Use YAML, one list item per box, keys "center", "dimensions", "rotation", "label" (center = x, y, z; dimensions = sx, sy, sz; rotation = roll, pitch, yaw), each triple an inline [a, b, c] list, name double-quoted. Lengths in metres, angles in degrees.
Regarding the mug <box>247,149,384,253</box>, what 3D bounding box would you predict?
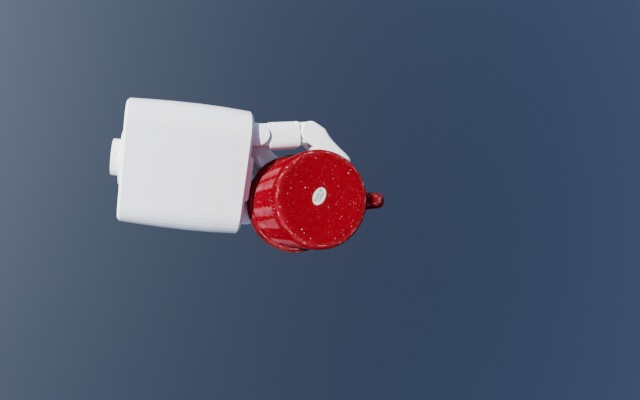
- center: [0.002, 0.002, 0.420]
  dimensions: [0.117, 0.093, 0.081]
  rotation: [3, -4, -19]
  label: "mug"
